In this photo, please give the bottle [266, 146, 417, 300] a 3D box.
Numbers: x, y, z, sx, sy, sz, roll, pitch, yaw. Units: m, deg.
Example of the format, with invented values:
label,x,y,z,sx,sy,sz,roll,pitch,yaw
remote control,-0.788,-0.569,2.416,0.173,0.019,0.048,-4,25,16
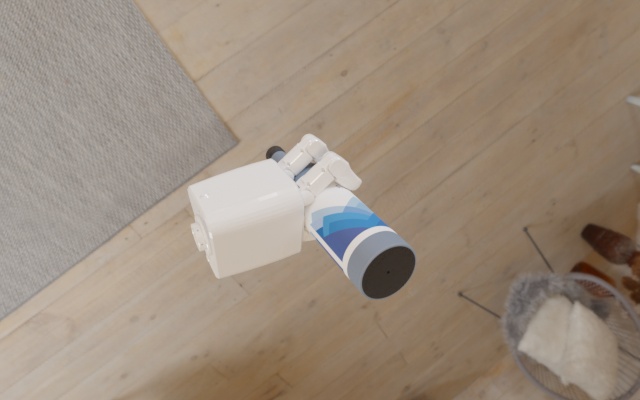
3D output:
label,x,y,z,sx,sy,sz,roll,pitch,yaw
bottle,0.000,0.002,0.574,0.069,0.069,0.295,0,28,-31
